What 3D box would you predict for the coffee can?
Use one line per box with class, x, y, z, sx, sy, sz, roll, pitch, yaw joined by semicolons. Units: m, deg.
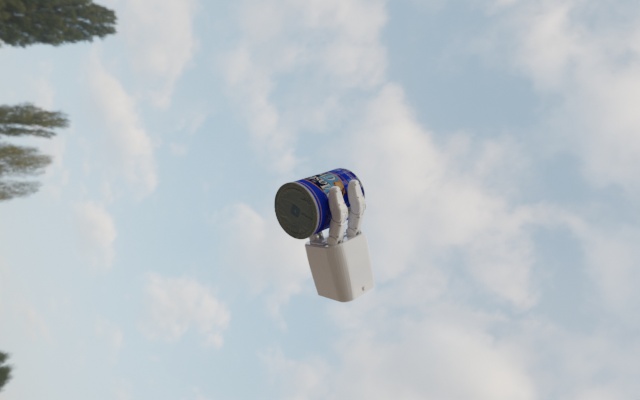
coffee can;0.000;0.003;0.876;0.103;0.103;0.140;0;13;42
